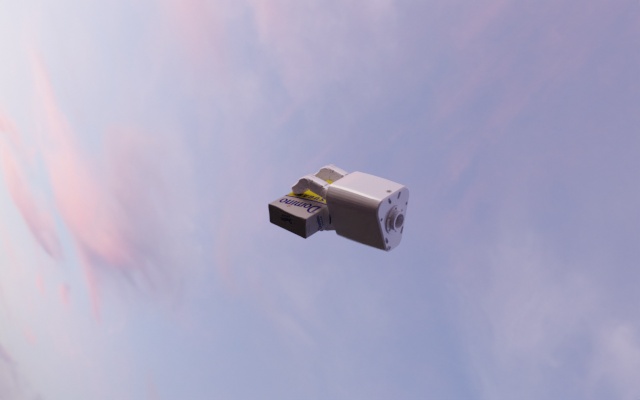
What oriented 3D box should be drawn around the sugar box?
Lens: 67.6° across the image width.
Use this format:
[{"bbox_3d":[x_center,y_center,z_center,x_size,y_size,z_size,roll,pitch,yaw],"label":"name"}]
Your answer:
[{"bbox_3d":[0.000,0.002,0.870,0.093,0.048,0.176,21,33,37],"label":"sugar box"}]
